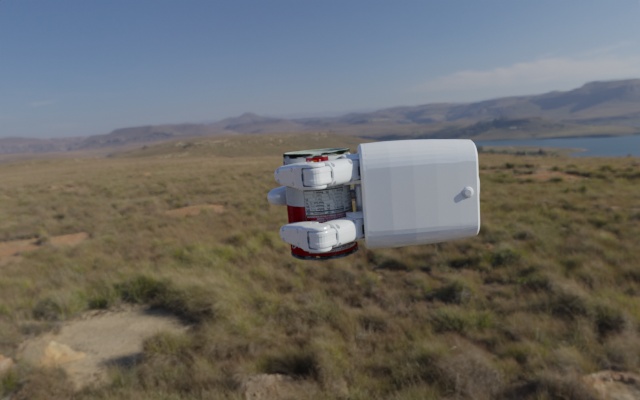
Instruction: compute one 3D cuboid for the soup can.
[{"bbox_3d":[0.000,0.001,0.475,0.068,0.102,0.068,-5,9,1],"label":"soup can"}]
